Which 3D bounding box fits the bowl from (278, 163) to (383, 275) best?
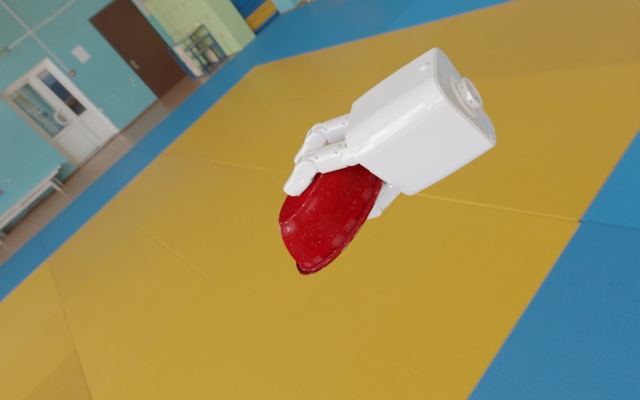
[{"bbox_3d":[-0.001,0.002,0.545,0.055,0.162,0.162,34,-11,-16],"label":"bowl"}]
